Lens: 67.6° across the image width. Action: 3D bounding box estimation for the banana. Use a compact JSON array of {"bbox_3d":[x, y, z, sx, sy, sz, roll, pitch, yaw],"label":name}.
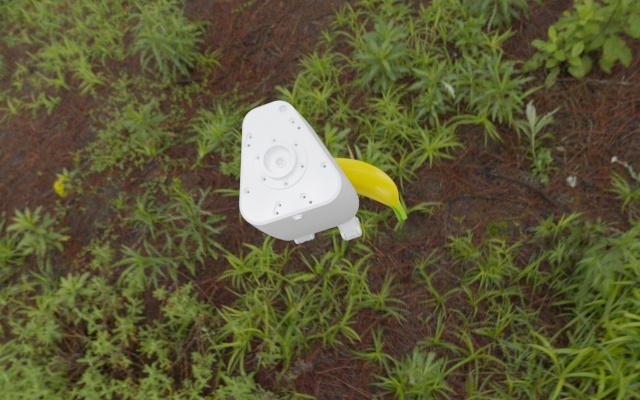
[{"bbox_3d":[0.005,-0.016,0.564,0.198,0.069,0.037,5,3,8],"label":"banana"}]
